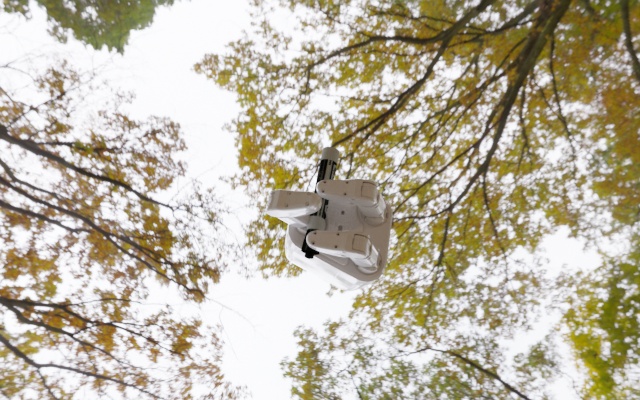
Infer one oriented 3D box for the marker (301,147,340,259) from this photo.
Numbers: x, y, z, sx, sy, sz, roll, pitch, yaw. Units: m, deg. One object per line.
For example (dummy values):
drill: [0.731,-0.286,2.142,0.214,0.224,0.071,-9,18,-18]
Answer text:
marker: [0.000,0.002,0.494,0.020,0.121,0.020,10,-20,4]
